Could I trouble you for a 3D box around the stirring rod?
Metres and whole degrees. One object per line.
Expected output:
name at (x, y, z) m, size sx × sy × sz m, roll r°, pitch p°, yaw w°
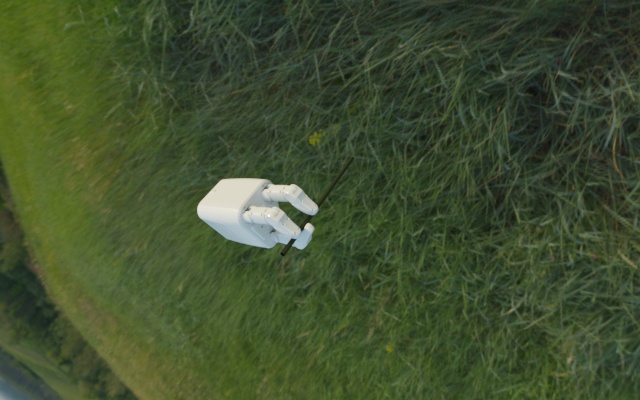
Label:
stirring rod at (0.000, 0.003, 0.788) m, size 0.011 × 0.011 × 0.239 m, roll 0°, pitch 41°, yaw 39°
